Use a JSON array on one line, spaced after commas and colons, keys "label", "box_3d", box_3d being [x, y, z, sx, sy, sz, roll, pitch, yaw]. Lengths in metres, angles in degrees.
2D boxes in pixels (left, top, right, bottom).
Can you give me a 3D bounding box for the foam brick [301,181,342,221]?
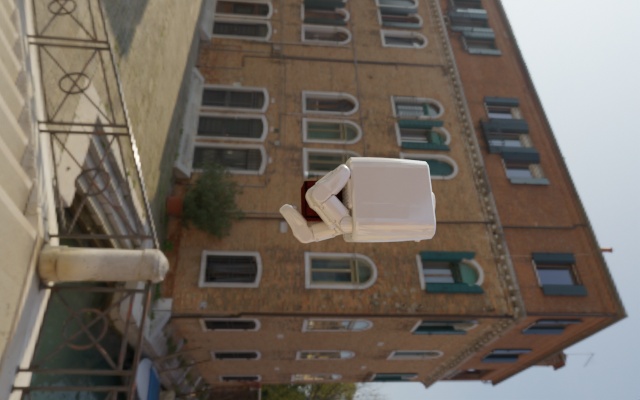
[{"label": "foam brick", "box_3d": [0.000, 0.002, 0.678, 0.051, 0.053, 0.078, -1, -5, -6]}]
